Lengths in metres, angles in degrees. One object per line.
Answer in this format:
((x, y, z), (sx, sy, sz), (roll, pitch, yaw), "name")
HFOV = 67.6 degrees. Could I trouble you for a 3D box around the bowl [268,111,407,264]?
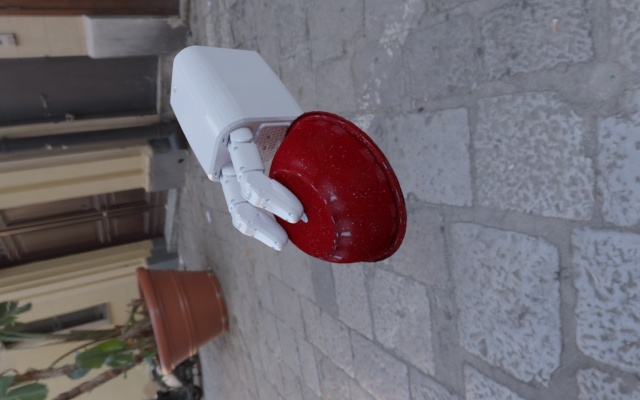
((0.001, 0.002, 0.448), (0.055, 0.162, 0.162), (-33, 20, -34), "bowl")
